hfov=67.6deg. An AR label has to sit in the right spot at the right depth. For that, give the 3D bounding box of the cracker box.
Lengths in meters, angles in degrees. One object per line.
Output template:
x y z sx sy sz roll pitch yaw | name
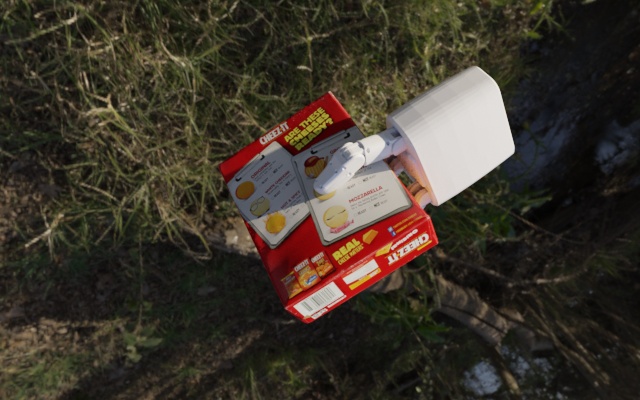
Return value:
0.000 0.002 0.532 0.164 0.213 0.072 -33 -36 1 | cracker box
